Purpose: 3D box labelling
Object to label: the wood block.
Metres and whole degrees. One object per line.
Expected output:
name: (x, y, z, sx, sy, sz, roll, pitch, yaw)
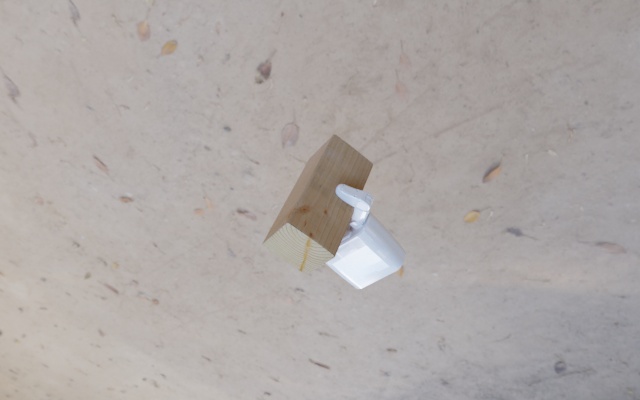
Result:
wood block: (0.001, 0.003, 0.777, 0.090, 0.206, 0.091, 36, -40, -13)
